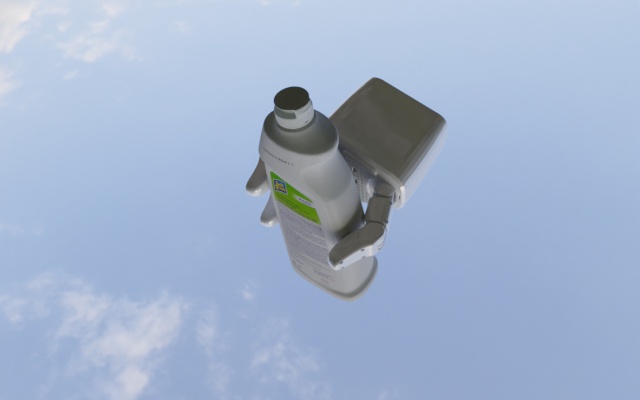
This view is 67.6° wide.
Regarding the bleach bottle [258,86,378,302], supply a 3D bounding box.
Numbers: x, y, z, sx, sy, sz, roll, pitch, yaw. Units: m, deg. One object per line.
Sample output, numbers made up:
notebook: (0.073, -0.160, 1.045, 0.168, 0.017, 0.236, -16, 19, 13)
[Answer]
bleach bottle: (0.000, 0.002, 0.459, 0.102, 0.068, 0.251, 25, -30, 25)
